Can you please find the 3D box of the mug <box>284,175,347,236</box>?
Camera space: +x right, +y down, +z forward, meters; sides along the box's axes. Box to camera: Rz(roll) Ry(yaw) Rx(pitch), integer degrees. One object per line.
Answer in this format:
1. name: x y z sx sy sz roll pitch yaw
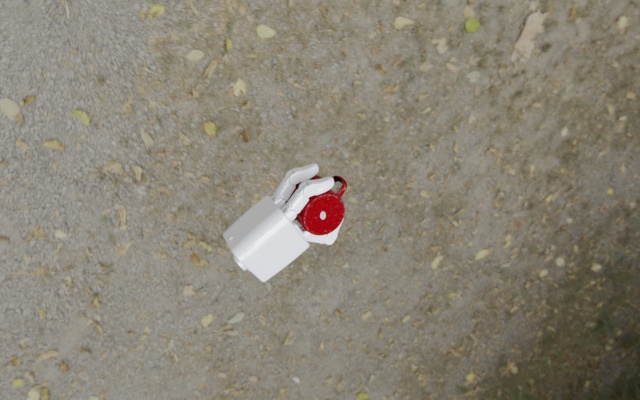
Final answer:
1. mug: 0.001 0.002 0.846 0.093 0.117 0.081 52 -5 -34
